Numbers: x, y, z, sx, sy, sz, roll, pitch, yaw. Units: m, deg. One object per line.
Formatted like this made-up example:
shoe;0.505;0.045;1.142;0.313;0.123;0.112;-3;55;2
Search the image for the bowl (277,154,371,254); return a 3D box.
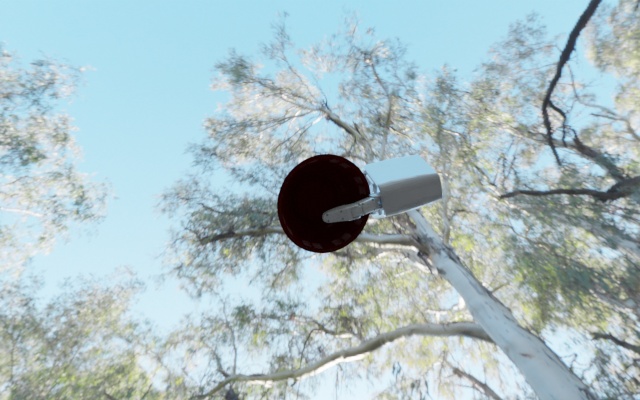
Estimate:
bowl;-0.001;0.003;0.787;0.162;0.162;0.055;0;9;-21
